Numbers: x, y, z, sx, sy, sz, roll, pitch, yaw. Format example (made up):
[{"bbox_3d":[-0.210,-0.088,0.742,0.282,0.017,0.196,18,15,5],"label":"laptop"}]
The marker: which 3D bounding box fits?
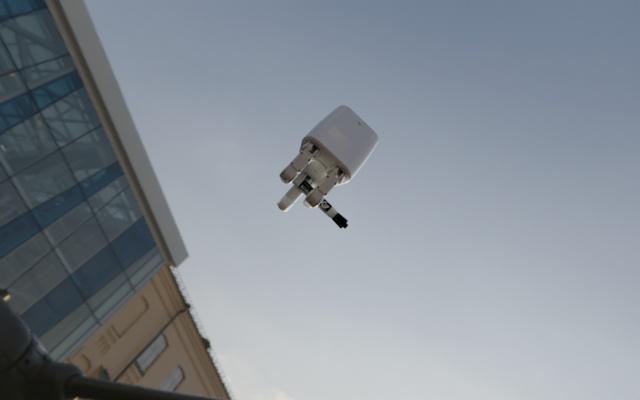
[{"bbox_3d":[0.000,0.003,0.789,0.121,0.020,0.020,43,-5,-5],"label":"marker"}]
